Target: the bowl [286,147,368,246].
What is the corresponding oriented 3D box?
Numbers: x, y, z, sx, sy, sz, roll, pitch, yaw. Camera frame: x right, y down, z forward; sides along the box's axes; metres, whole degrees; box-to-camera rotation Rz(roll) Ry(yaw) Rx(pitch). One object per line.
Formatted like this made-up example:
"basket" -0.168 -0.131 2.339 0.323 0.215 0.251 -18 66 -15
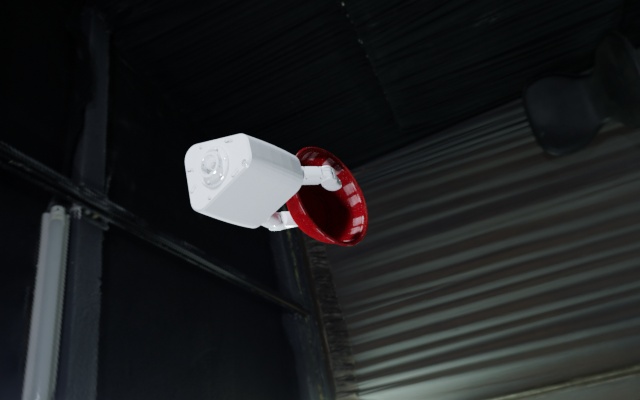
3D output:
"bowl" 0.001 0.003 0.722 0.055 0.162 0.162 -31 -19 36
